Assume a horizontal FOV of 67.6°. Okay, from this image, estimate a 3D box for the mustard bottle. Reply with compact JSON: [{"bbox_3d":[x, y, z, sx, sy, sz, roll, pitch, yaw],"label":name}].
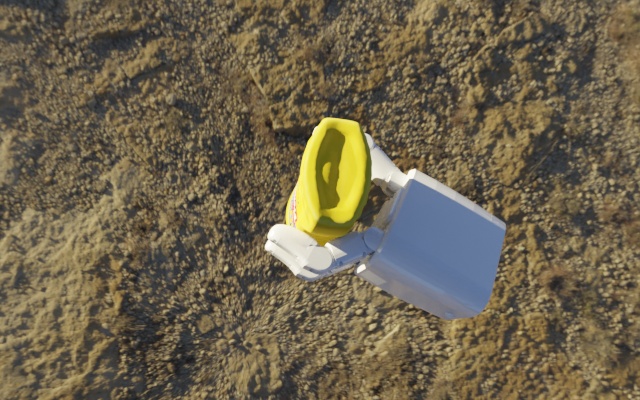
[{"bbox_3d":[0.000,0.001,0.470,0.058,0.096,0.192,6,-17,-7],"label":"mustard bottle"}]
